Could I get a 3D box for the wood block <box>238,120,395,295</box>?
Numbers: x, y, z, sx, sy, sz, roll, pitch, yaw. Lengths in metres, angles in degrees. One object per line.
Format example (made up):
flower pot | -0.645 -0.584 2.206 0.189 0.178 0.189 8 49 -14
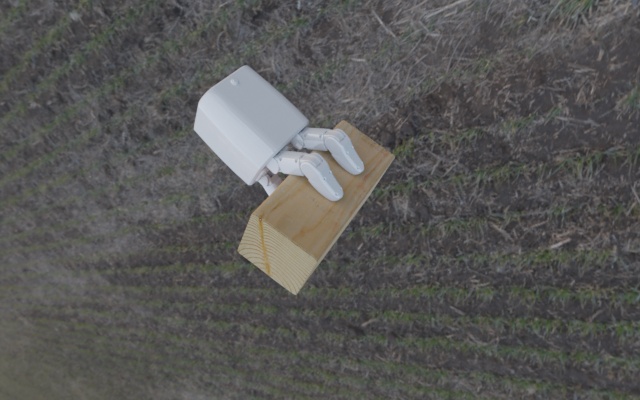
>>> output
wood block | 0.000 0.002 0.600 0.090 0.206 0.091 36 -39 5
